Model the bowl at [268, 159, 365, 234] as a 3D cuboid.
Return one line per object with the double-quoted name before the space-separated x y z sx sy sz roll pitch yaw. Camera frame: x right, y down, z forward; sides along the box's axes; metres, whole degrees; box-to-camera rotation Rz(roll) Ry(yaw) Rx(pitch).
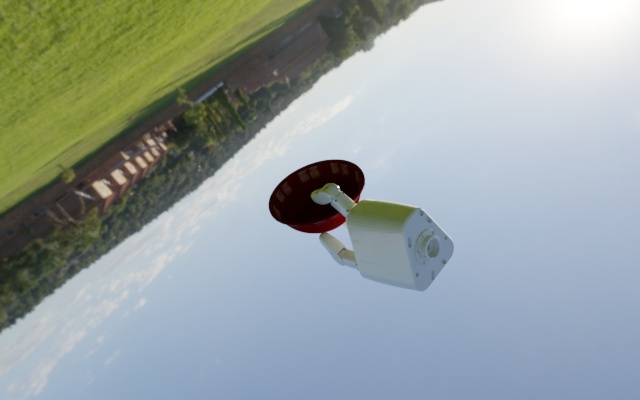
"bowl" 0.000 0.002 0.774 0.162 0.055 0.162 -14 37 11
